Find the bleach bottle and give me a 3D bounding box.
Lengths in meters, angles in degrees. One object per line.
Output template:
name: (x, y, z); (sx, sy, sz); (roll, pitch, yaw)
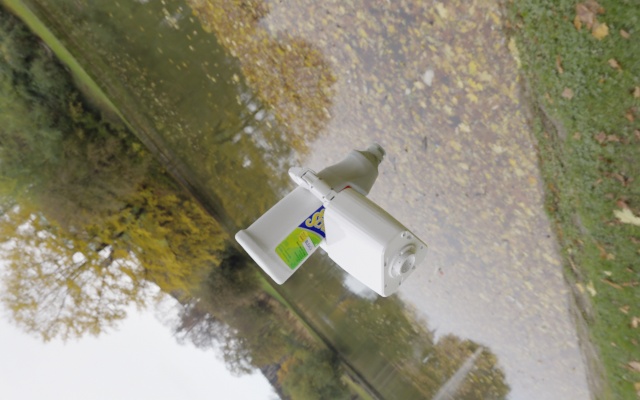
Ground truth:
bleach bottle: (0.000, 0.002, 0.699); (0.068, 0.251, 0.103); (36, -16, 39)
